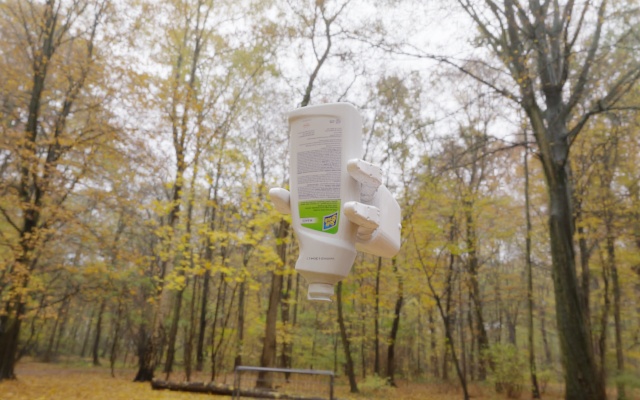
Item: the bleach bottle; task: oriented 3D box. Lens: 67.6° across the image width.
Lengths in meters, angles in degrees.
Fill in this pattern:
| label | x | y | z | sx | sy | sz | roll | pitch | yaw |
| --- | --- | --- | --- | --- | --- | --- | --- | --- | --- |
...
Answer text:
| label | x | y | z | sx | sy | sz | roll | pitch | yaw |
| --- | --- | --- | --- | --- | --- | --- | --- | --- | --- |
| bleach bottle | 0.000 | 0.002 | 0.613 | 0.102 | 0.250 | 0.068 | -4 | -19 | 24 |
